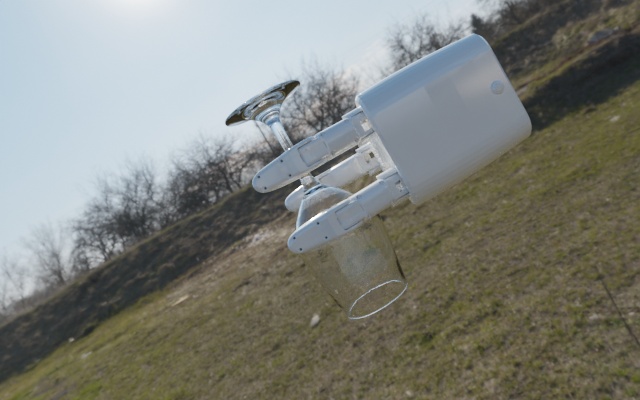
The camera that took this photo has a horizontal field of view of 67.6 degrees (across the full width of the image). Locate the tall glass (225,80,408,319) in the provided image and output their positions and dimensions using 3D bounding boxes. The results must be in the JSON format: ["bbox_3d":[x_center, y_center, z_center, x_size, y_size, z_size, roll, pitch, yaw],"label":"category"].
[{"bbox_3d":[0.000,0.001,0.416,0.079,0.201,0.079,-30,2,1],"label":"tall glass"}]
